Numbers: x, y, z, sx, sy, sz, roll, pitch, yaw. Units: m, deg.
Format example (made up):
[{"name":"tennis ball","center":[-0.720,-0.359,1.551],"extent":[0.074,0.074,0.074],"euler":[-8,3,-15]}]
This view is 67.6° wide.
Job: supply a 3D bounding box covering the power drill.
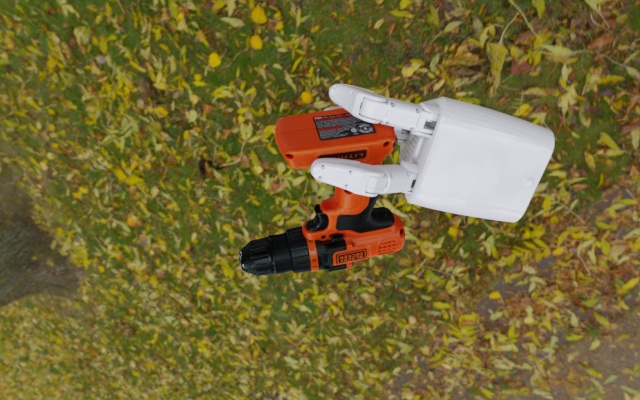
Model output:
[{"name":"power drill","center":[0.000,0.001,0.478],"extent":[0.184,0.057,0.188],"euler":[-11,-42,-8]}]
